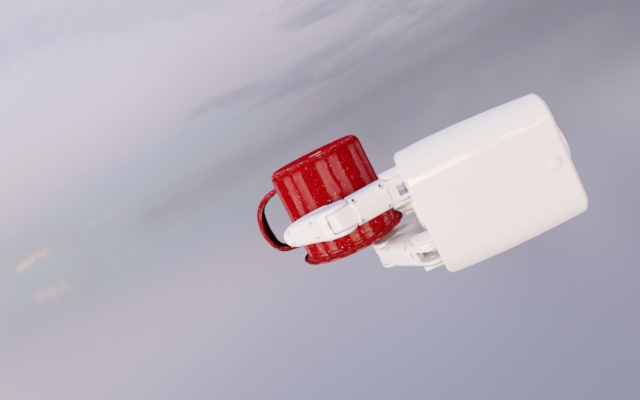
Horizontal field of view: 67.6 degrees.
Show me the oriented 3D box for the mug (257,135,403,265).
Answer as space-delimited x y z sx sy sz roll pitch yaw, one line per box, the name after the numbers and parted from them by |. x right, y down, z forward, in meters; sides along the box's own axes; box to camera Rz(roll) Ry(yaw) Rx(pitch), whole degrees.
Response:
-0.001 0.002 0.409 0.117 0.081 0.093 -25 9 12 | mug
